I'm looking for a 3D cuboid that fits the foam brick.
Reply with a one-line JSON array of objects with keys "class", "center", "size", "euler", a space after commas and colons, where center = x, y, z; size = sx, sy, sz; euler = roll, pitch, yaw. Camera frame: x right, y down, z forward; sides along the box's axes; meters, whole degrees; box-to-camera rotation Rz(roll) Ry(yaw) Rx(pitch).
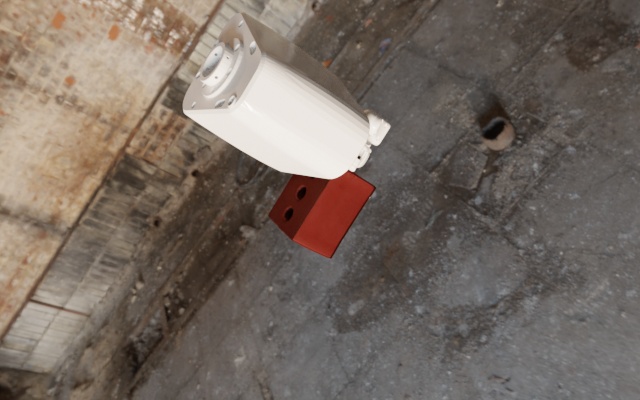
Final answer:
[{"class": "foam brick", "center": [0.000, 0.002, 0.429], "size": [0.051, 0.078, 0.053], "euler": [26, 8, -39]}]
